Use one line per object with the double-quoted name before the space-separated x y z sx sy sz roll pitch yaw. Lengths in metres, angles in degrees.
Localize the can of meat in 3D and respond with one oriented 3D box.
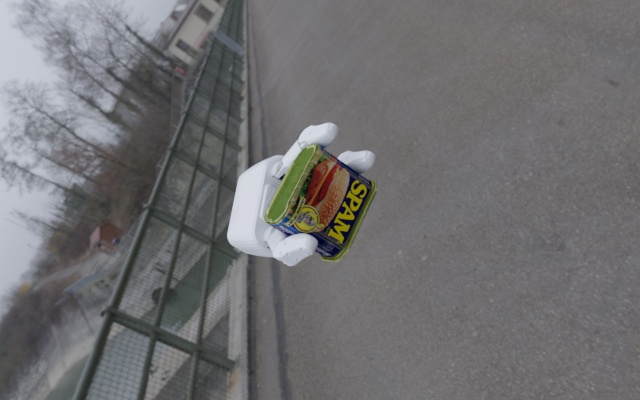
"can of meat" 0.000 0.002 0.510 0.084 0.102 0.057 33 -16 -22
